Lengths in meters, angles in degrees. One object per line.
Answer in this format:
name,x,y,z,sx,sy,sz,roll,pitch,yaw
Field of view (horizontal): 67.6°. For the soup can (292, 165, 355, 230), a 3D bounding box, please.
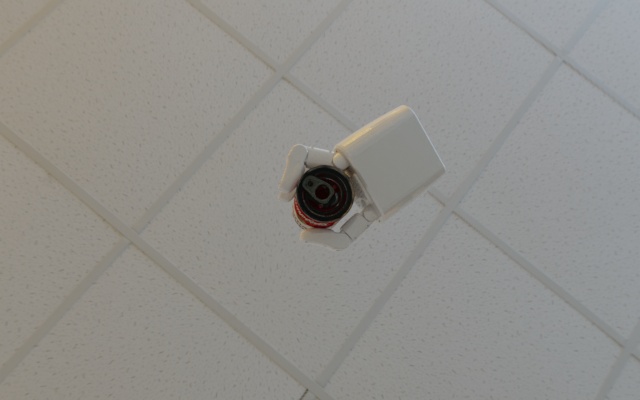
soup can,0.000,0.002,0.593,0.068,0.068,0.102,0,-12,-7
